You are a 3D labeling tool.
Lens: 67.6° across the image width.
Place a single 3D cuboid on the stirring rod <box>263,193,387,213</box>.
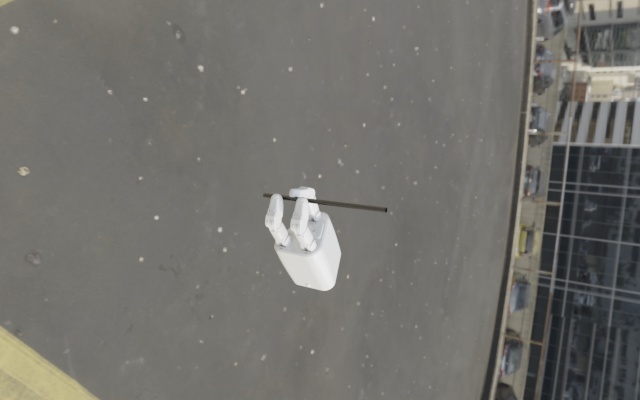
[{"bbox_3d":[0.000,0.003,0.802,0.239,0.011,0.011,7,4,32],"label":"stirring rod"}]
